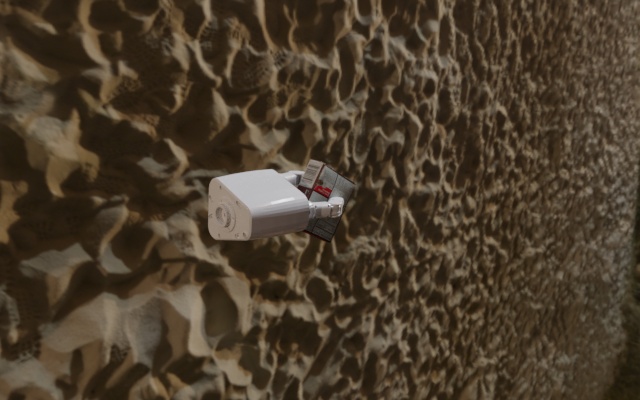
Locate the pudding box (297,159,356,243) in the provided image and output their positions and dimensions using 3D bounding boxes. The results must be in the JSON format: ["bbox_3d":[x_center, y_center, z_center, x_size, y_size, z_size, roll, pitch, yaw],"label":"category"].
[{"bbox_3d":[0.000,0.003,0.779,0.039,0.113,0.090,21,-6,45],"label":"pudding box"}]
